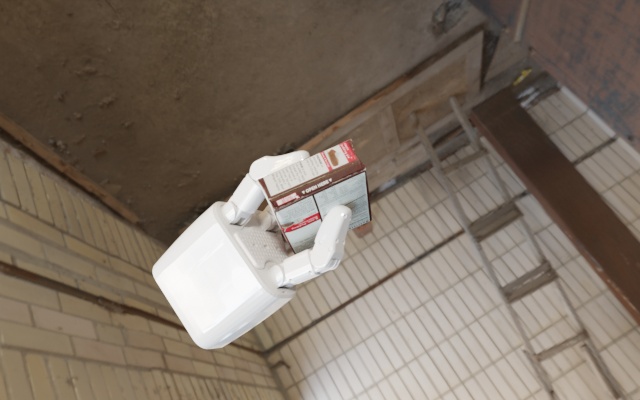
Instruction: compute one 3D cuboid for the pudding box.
[{"bbox_3d":[0.000,0.002,0.451,0.090,0.039,0.113,-25,-25,-4],"label":"pudding box"}]
